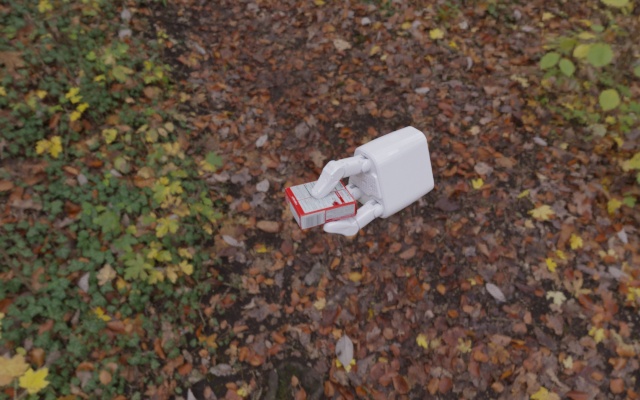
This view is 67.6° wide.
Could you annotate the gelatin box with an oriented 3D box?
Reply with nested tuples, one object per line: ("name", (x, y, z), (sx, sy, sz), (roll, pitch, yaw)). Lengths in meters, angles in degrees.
("gelatin box", (0.000, 0.002, 0.708), (0.089, 0.030, 0.073), (-14, 39, -16))
